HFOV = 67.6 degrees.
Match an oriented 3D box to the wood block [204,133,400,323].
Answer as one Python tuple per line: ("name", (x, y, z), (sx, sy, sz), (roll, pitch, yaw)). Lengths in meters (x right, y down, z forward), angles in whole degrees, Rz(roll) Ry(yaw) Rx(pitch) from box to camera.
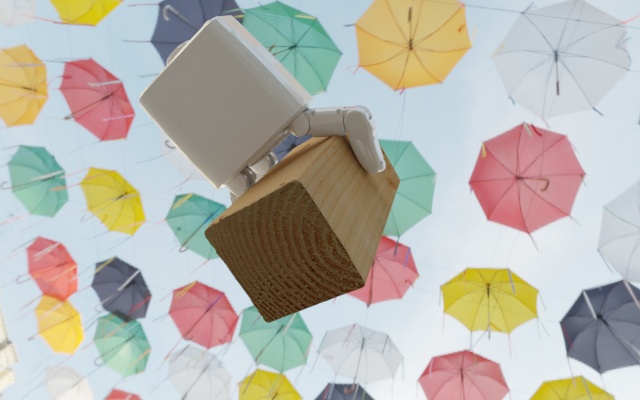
("wood block", (0.000, 0.001, 0.424), (0.091, 0.090, 0.206), (-27, 13, 25))
